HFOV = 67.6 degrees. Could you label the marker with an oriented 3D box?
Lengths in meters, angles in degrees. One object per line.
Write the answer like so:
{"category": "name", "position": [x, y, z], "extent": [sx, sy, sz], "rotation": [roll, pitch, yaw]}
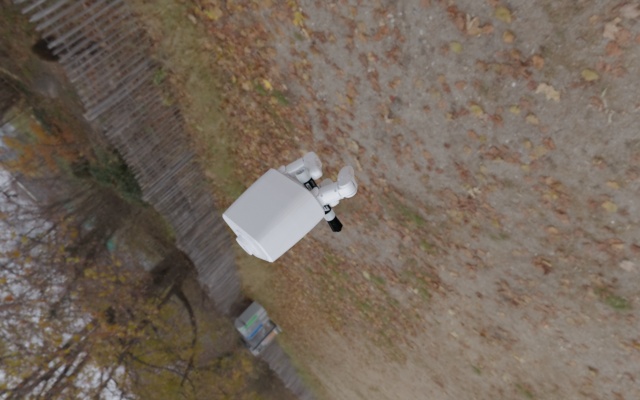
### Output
{"category": "marker", "position": [0.000, 0.002, 0.712], "extent": [0.020, 0.121, 0.020], "rotation": [-24, 30, 15]}
